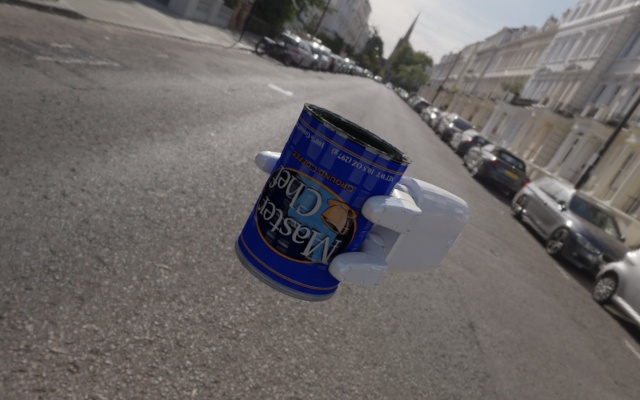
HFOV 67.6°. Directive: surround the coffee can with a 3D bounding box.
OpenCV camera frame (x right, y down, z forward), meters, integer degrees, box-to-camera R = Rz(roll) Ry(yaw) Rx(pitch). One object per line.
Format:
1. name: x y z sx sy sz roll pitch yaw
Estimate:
1. coffee can: 0.000 0.001 0.419 0.103 0.140 0.102 26 16 -8
